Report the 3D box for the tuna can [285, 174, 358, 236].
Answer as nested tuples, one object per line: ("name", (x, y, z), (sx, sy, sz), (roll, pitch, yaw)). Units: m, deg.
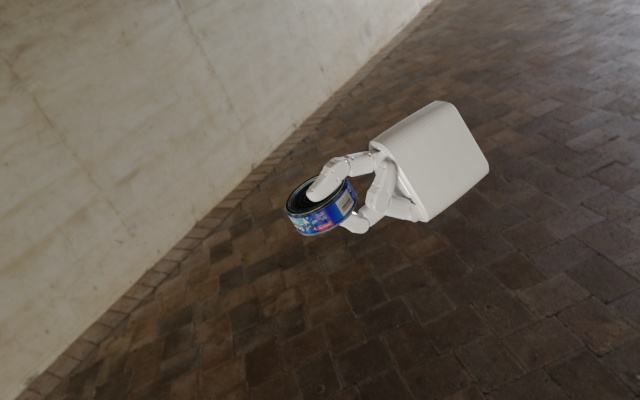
("tuna can", (0.000, 0.002, 0.583), (0.086, 0.034, 0.086), (-24, 29, 14))
